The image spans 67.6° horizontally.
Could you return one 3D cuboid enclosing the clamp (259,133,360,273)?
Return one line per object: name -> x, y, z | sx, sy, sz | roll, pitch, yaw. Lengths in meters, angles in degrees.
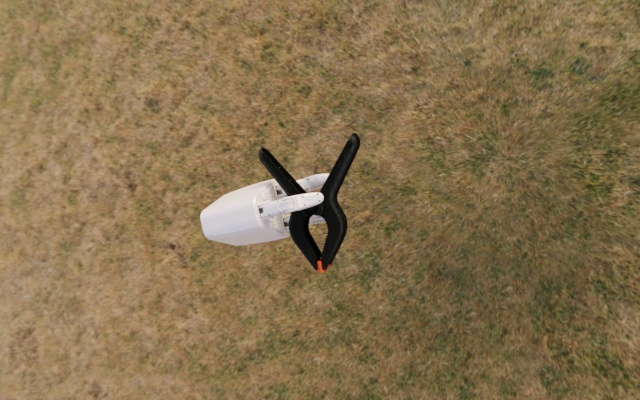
clamp -> 0.000, 0.003, 0.725 | 0.164, 0.210, 0.036 | -14, 0, 22
